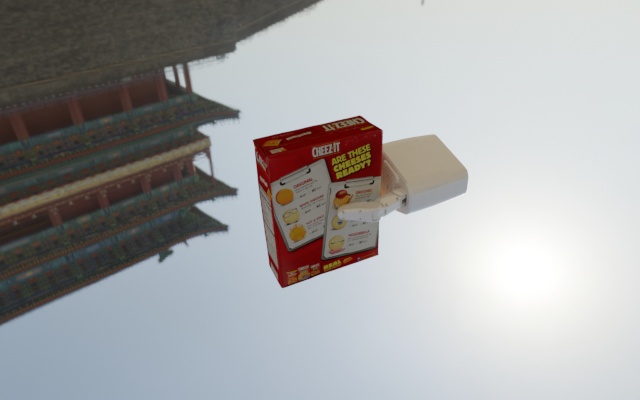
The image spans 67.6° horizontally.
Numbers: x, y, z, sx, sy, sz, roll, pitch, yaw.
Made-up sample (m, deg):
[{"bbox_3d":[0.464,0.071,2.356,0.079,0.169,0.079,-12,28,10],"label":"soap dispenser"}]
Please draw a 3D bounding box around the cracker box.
[{"bbox_3d":[0.000,0.002,0.678,0.164,0.214,0.072,-16,34,-20],"label":"cracker box"}]
